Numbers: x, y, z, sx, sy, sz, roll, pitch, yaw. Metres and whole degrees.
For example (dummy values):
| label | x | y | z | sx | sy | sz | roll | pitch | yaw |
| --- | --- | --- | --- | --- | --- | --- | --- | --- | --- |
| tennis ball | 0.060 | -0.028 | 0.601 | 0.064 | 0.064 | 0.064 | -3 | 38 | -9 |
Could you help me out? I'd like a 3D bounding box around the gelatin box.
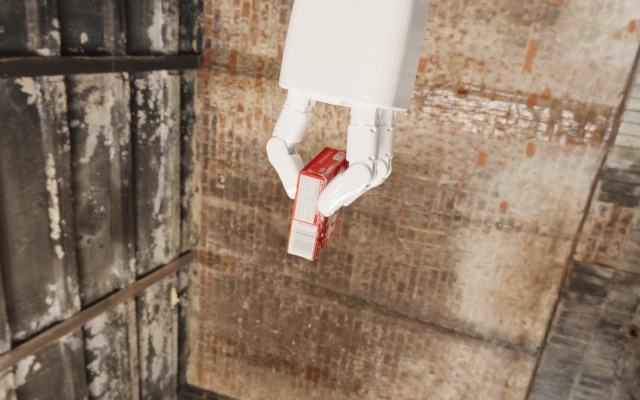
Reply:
| label | x | y | z | sx | sy | sz | roll | pitch | yaw |
| --- | --- | --- | --- | --- | --- | --- | --- | --- | --- |
| gelatin box | 0.000 | 0.002 | 0.460 | 0.030 | 0.089 | 0.073 | 17 | 27 | 14 |
